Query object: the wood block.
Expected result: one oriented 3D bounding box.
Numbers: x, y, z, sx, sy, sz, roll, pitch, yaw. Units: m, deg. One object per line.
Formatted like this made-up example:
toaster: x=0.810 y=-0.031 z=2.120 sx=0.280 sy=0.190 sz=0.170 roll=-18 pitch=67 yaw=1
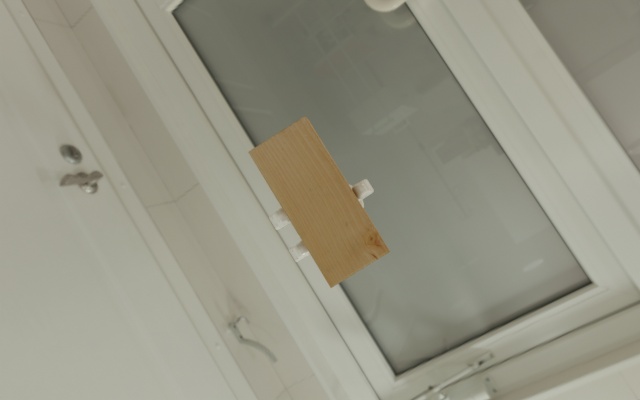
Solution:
wood block: x=0.000 y=0.002 z=0.653 sx=0.091 sy=0.206 sz=0.090 roll=-32 pitch=-4 yaw=3
